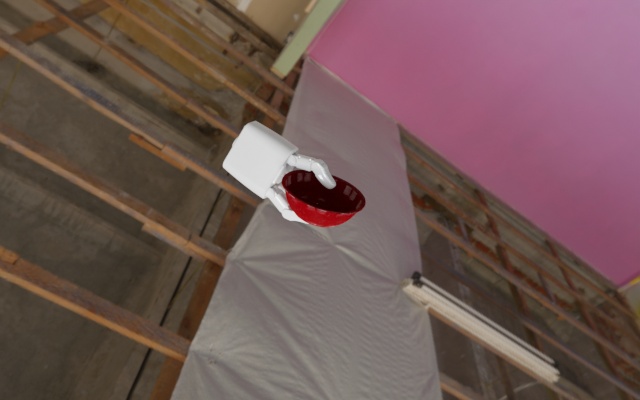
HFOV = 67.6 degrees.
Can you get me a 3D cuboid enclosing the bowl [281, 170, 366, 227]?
[{"bbox_3d":[0.001,0.004,0.892,0.162,0.055,0.162,14,26,-7],"label":"bowl"}]
